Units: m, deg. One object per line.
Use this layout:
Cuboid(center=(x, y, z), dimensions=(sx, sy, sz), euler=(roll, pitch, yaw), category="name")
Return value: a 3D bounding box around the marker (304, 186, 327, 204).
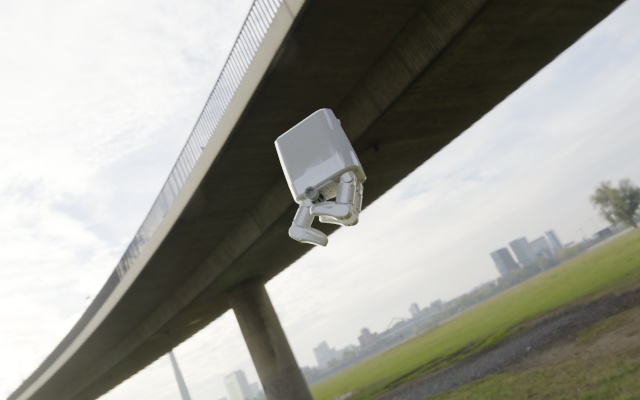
Cuboid(center=(0.000, 0.002, 0.716), dimensions=(0.020, 0.020, 0.121), euler=(0, -13, 14), category="marker")
